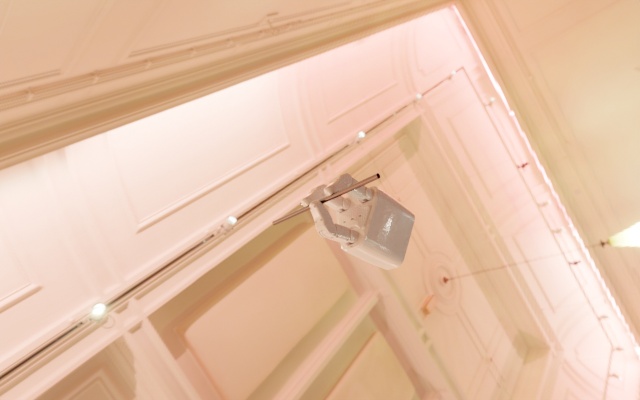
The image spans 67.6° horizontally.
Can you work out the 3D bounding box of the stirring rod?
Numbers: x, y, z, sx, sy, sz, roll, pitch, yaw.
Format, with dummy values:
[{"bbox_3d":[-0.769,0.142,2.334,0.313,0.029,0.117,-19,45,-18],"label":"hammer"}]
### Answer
[{"bbox_3d":[0.000,0.002,0.745,0.011,0.011,0.239,0,-18,-45],"label":"stirring rod"}]
